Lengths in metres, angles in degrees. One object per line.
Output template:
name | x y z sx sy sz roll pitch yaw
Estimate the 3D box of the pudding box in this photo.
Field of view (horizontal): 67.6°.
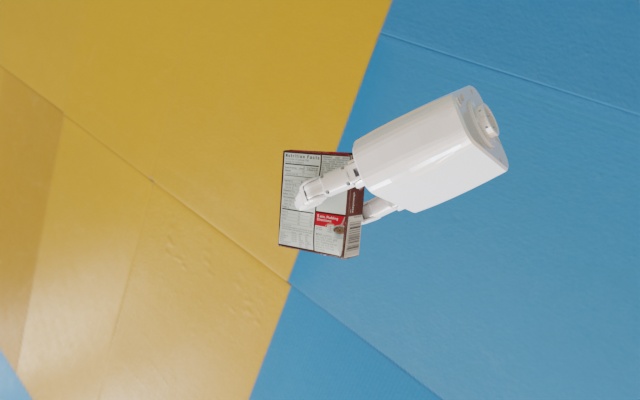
pudding box | 0.000 0.002 0.529 0.090 0.113 0.039 8 5 32
